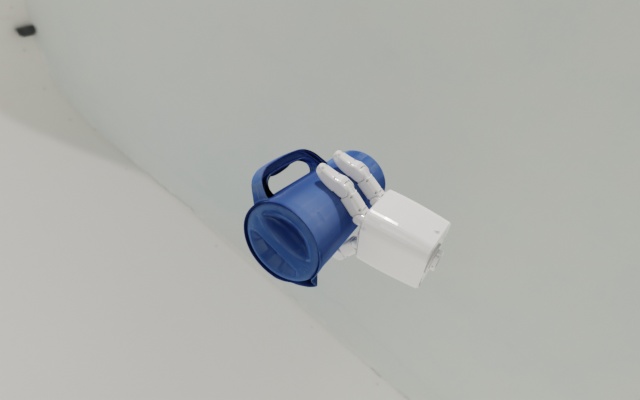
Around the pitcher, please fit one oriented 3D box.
[{"bbox_3d":[0.000,0.003,0.745,0.145,0.149,0.242,29,40,19],"label":"pitcher"}]
